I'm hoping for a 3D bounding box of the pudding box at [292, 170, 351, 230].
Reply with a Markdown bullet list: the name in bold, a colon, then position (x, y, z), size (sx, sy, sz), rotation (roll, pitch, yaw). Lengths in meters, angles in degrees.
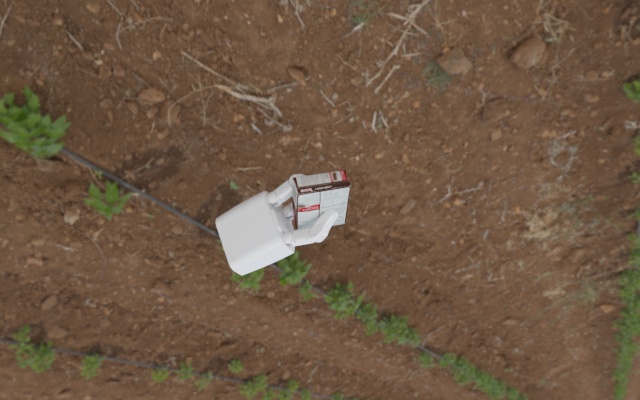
- **pudding box**: position (0.000, 0.003, 0.797), size (0.090, 0.039, 0.114), rotation (-10, -34, -10)
